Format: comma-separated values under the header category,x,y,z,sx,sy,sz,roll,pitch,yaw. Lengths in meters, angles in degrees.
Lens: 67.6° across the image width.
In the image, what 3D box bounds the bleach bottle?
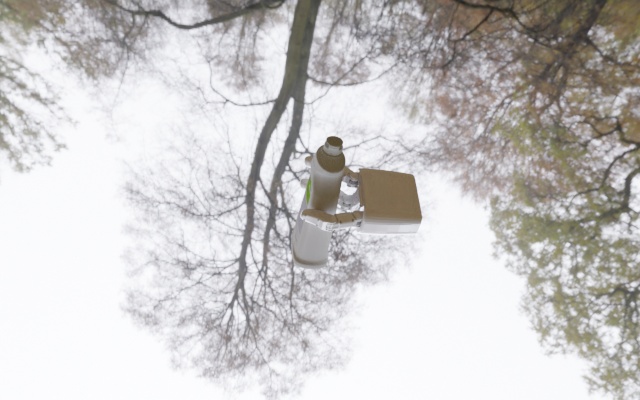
category,x,y,z,sx,sy,sz,roll,pitch,yaw
bleach bottle,0.000,0.003,0.831,0.068,0.251,0.102,4,43,-12
